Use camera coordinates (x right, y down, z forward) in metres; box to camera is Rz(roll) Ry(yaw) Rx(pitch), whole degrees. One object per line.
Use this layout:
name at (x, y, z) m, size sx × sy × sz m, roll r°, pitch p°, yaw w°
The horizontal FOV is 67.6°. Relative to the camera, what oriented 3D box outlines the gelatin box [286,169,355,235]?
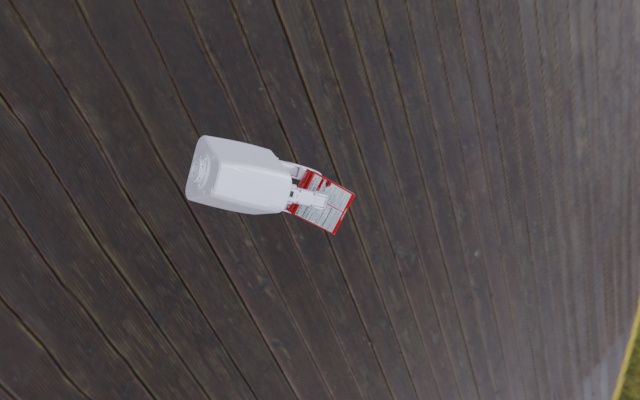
gelatin box at (0.001, 0.003, 0.745) m, size 0.089 × 0.073 × 0.030 m, roll 28°, pitch -2°, yaw -31°
